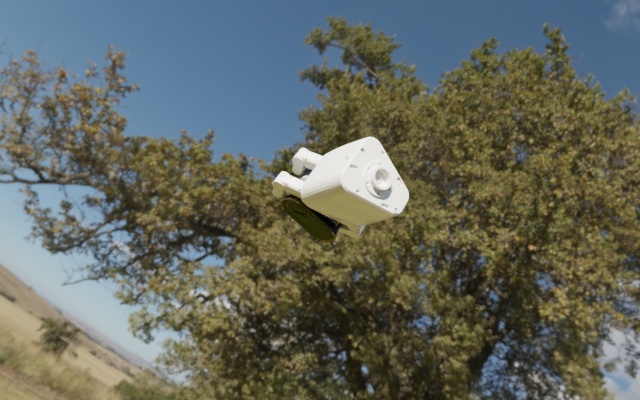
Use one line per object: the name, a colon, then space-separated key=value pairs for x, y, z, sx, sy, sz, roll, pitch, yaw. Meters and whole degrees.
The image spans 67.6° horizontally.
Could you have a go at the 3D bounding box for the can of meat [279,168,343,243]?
can of meat: x=0.000 y=0.002 z=0.758 sx=0.102 sy=0.084 sz=0.057 roll=42 pitch=-27 yaw=-14
